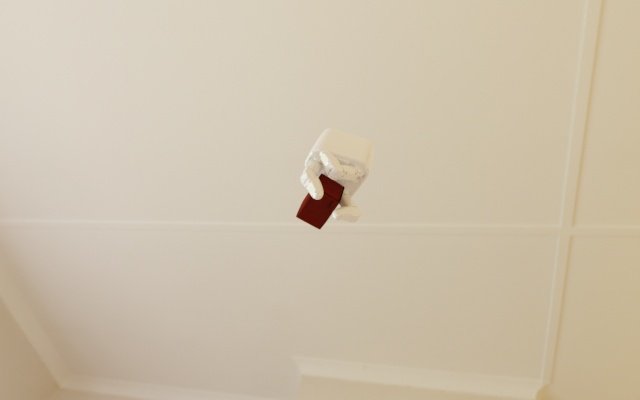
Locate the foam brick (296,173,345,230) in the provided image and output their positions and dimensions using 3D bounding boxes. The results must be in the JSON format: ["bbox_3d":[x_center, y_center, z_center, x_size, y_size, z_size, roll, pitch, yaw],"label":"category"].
[{"bbox_3d":[0.000,0.003,0.863,0.053,0.078,0.051,31,35,-7],"label":"foam brick"}]
